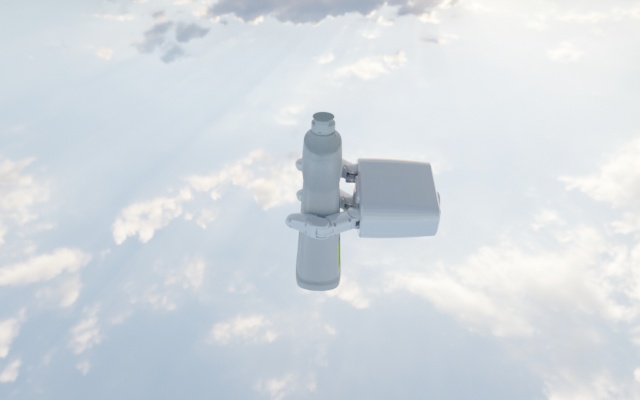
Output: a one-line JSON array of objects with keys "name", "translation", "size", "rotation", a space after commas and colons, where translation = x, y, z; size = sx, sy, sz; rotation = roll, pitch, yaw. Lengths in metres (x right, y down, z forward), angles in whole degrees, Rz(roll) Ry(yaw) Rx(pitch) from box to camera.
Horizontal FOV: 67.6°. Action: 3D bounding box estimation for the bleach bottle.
[{"name": "bleach bottle", "translation": [0.000, 0.002, 0.661], "size": [0.068, 0.251, 0.102], "rotation": [1, 35, -1]}]
